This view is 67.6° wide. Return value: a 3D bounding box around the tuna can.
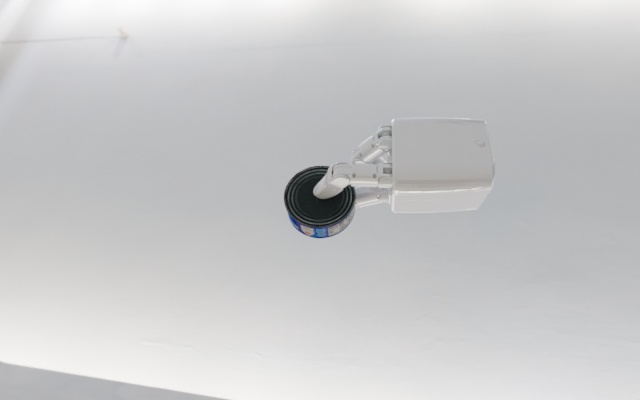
[{"bbox_3d":[0.000,0.002,0.579,0.086,0.086,0.034,0,-30,5],"label":"tuna can"}]
